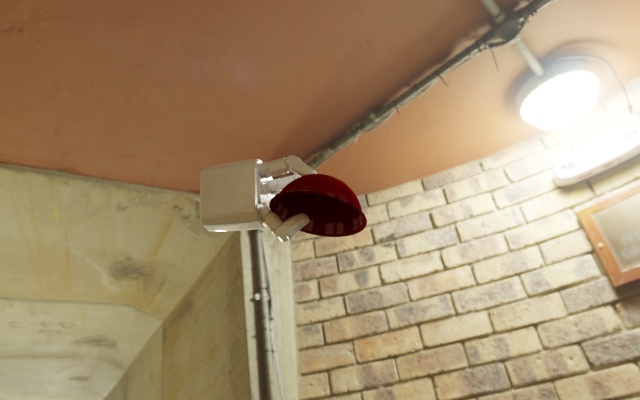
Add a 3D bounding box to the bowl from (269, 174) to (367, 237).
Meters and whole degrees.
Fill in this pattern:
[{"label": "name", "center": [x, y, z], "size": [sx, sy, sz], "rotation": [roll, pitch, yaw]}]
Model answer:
[{"label": "bowl", "center": [0.002, 0.002, 0.786], "size": [0.162, 0.055, 0.162], "rotation": [10, -27, 5]}]
